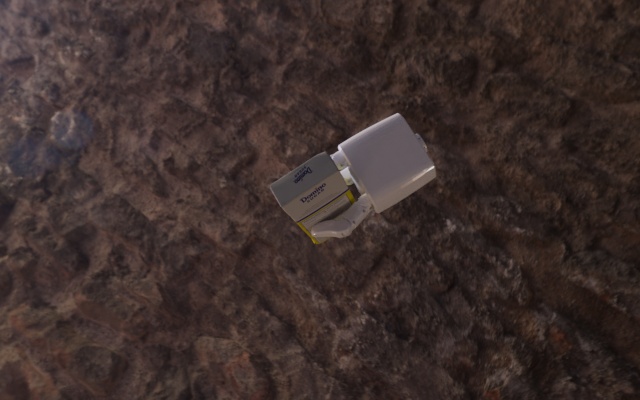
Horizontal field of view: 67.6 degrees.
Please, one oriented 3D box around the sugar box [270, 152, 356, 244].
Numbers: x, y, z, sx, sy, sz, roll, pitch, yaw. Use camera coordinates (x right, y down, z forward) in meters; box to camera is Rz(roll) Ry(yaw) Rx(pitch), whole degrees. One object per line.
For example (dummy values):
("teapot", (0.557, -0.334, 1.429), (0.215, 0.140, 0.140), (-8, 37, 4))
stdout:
("sugar box", (0.000, 0.002, 0.708), (0.093, 0.048, 0.176), (-32, -29, 1))
